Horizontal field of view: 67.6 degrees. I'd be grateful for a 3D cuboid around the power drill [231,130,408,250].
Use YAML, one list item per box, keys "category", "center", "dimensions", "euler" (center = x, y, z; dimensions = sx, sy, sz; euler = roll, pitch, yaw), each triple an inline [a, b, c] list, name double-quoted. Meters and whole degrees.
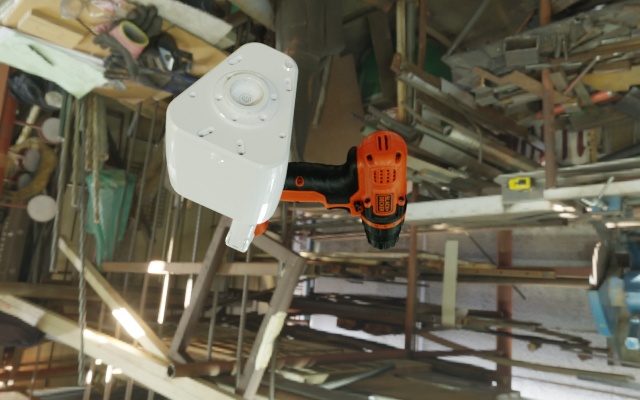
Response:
- category: "power drill"
  center: [0.000, 0.002, 0.518]
  dimensions: [0.187, 0.057, 0.185]
  euler: [-4, -37, 4]
